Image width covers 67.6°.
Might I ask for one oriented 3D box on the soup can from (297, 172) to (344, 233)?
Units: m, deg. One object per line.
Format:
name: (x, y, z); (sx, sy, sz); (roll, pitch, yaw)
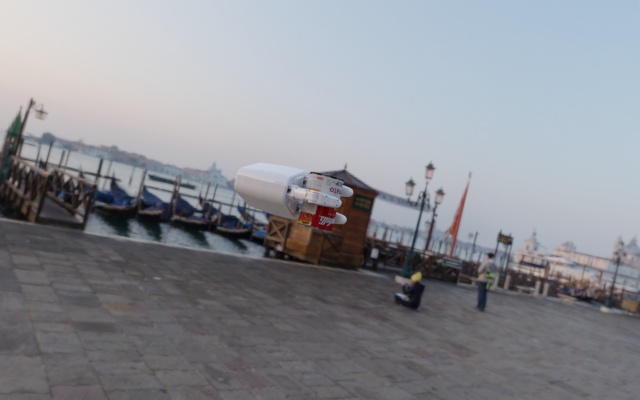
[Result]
soup can: (0.001, 0.003, 0.896); (0.068, 0.102, 0.068); (14, -1, 0)
